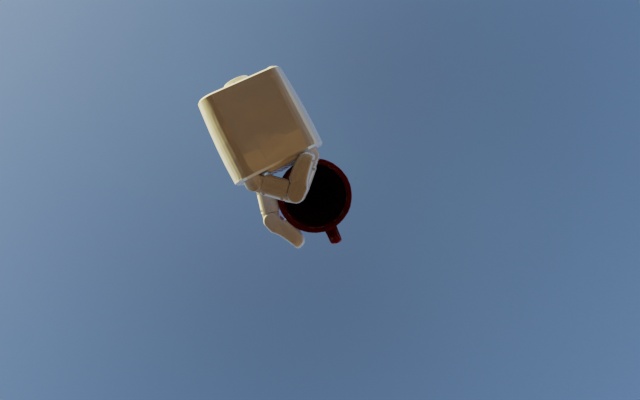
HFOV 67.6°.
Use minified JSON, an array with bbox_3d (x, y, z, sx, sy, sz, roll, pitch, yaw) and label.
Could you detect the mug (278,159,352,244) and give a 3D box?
[{"bbox_3d":[0.001,0.003,0.633,0.093,0.117,0.081,-26,2,5],"label":"mug"}]
